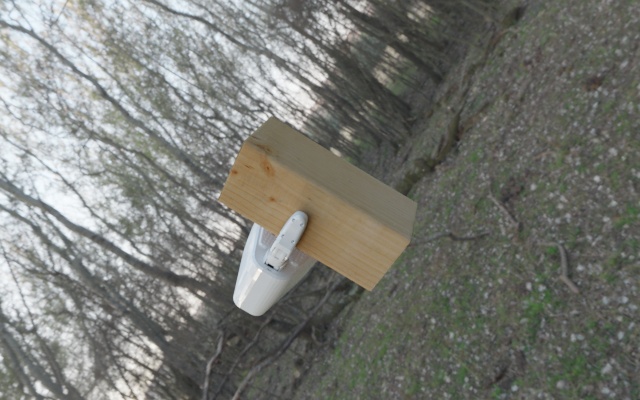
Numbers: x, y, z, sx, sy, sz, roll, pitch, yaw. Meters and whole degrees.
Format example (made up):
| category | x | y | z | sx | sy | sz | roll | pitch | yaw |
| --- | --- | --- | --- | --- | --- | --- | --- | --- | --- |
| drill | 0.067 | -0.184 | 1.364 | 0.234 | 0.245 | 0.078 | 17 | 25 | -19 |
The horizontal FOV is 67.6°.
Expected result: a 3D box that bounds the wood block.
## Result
| category | x | y | z | sx | sy | sz | roll | pitch | yaw |
| --- | --- | --- | --- | --- | --- | --- | --- | --- | --- |
| wood block | 0.000 | 0.002 | 0.560 | 0.206 | 0.090 | 0.090 | 30 | 32 | -1 |
